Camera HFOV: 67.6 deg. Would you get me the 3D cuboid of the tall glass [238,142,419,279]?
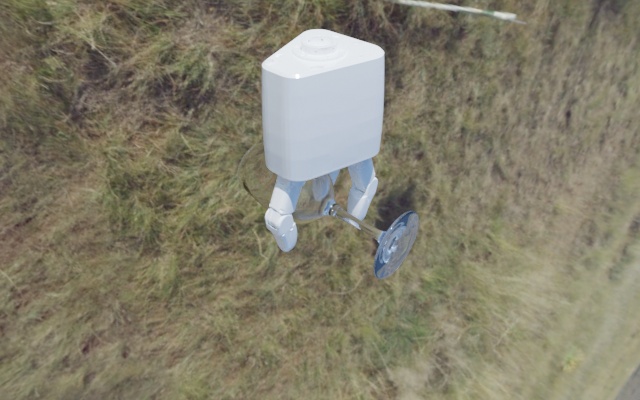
[{"bbox_3d":[0.001,0.002,0.512,0.201,0.079,0.079,29,16,31],"label":"tall glass"}]
